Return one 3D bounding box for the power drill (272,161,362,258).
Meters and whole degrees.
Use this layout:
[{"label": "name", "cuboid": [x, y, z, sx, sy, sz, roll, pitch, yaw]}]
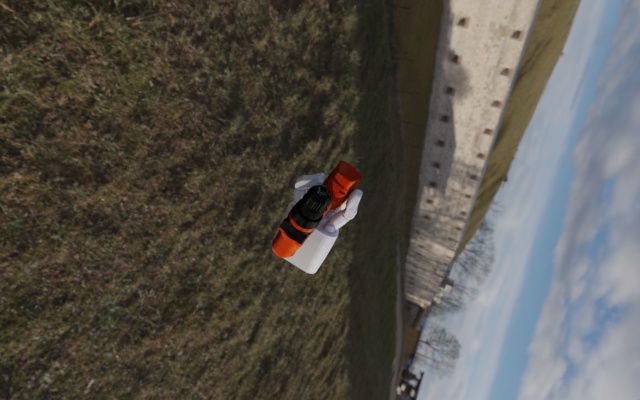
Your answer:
[{"label": "power drill", "cuboid": [0.000, 0.003, 0.849, 0.187, 0.057, 0.184, -43, -6, -45]}]
